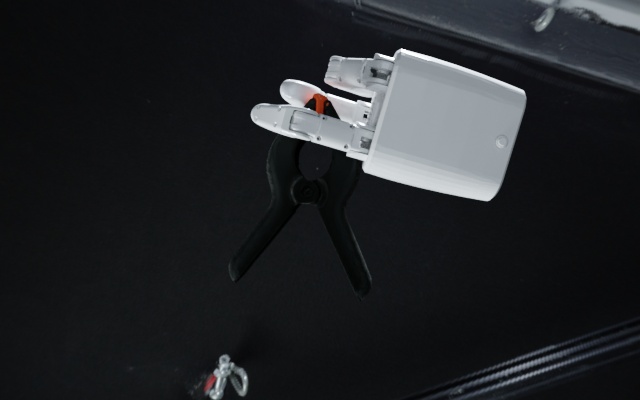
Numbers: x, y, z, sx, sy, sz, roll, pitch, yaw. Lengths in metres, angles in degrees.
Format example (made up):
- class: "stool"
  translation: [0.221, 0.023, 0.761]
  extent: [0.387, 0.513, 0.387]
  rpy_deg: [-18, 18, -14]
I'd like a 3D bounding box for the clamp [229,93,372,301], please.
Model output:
- class: "clamp"
  translation: [0.000, 0.001, 0.402]
  extent: [0.120, 0.171, 0.039]
  rpy_deg: [16, 4, -2]
